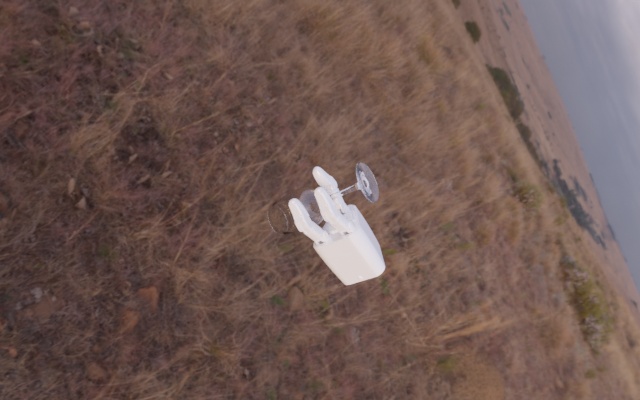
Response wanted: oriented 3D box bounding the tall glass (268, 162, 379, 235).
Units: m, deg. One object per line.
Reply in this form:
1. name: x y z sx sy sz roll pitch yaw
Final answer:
1. tall glass: 0.001 0.002 0.861 0.201 0.079 0.079 -22 -11 28
